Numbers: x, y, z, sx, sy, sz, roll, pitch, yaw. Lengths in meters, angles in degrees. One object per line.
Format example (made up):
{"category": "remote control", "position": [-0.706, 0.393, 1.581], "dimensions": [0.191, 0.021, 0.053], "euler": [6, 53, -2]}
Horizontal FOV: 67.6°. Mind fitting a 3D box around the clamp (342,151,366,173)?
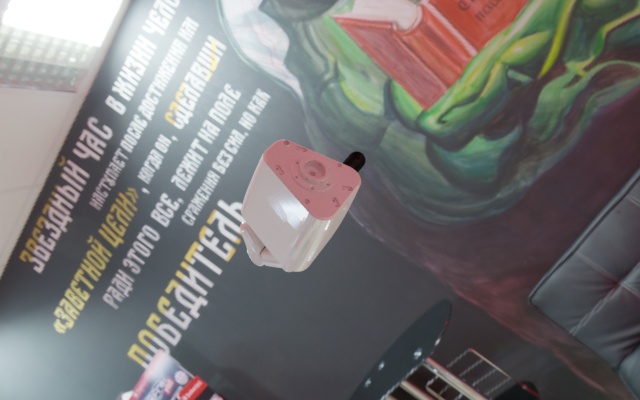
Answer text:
{"category": "clamp", "position": [-0.001, 0.002, 0.657], "dimensions": [0.039, 0.120, 0.171], "euler": [35, 48, 6]}
